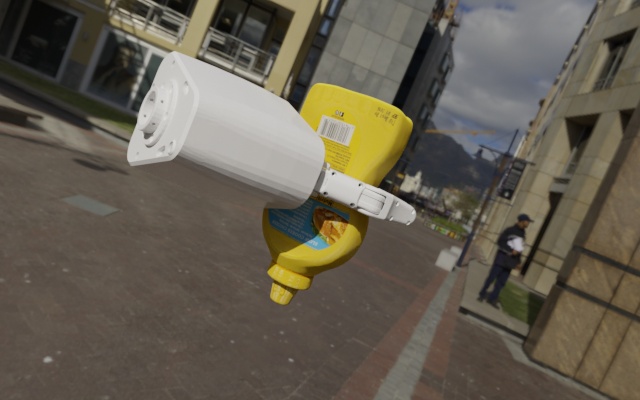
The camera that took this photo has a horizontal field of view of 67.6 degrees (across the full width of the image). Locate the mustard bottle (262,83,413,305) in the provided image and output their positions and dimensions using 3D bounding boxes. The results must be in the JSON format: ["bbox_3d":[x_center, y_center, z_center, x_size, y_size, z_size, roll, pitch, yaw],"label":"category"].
[{"bbox_3d":[0.000,0.001,0.416,0.096,0.191,0.058,25,5,28],"label":"mustard bottle"}]
